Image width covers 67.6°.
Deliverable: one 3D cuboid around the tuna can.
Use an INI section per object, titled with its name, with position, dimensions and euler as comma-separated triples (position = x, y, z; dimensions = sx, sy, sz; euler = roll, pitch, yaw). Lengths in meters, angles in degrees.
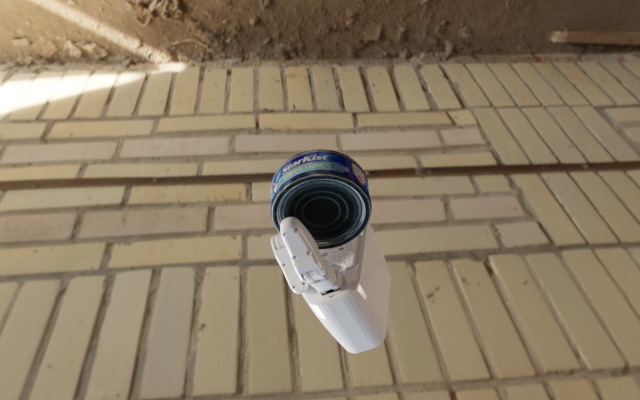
[tuna can]
position = 0.000, 0.002, 0.406
dimensions = 0.086, 0.086, 0.033
euler = 0, 39, -3
